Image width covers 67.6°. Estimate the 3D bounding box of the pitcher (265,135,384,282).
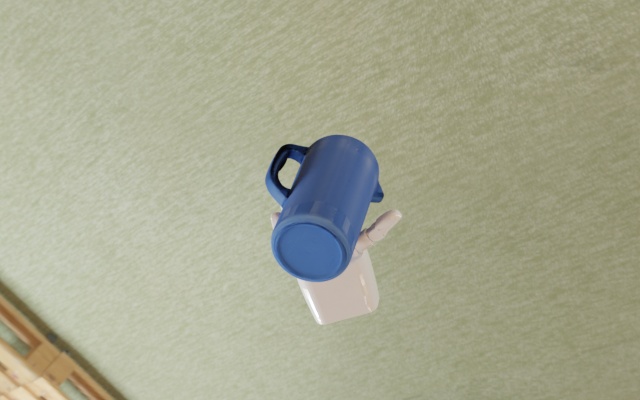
[{"bbox_3d":[0.000,0.002,0.709,0.149,0.145,0.242,-10,26,19],"label":"pitcher"}]
